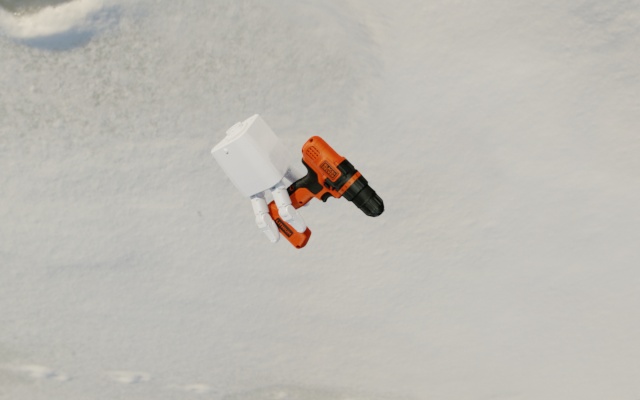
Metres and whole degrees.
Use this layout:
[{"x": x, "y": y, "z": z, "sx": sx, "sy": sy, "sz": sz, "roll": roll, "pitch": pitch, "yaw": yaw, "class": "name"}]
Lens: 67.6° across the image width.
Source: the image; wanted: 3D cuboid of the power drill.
[{"x": 0.000, "y": 0.003, "z": 0.873, "sx": 0.188, "sy": 0.184, "sz": 0.057, "roll": -46, "pitch": -4, "yaw": 25, "class": "power drill"}]
